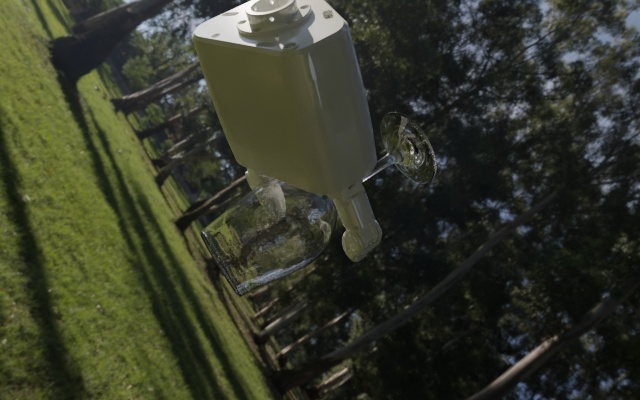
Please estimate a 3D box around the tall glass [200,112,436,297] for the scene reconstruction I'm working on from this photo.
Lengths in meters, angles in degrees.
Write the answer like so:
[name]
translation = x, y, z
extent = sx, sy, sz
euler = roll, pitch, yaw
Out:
[tall glass]
translation = 0.001, 0.001, 0.411
extent = 0.201, 0.079, 0.079
euler = -32, 10, -17
